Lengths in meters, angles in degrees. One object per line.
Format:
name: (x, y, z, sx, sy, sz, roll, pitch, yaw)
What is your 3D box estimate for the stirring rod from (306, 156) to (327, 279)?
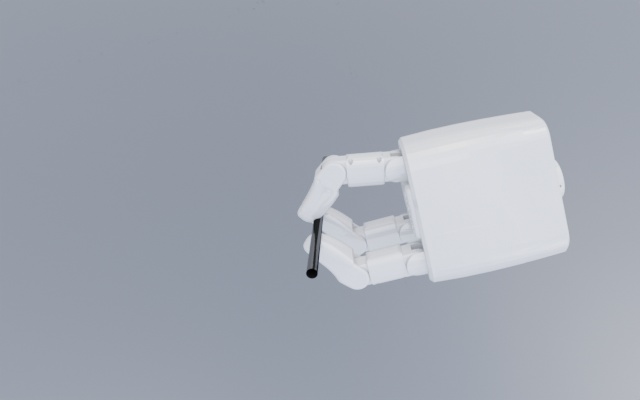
stirring rod: (0.000, 0.001, 0.432, 0.011, 0.011, 0.239, 0, 24, 3)
